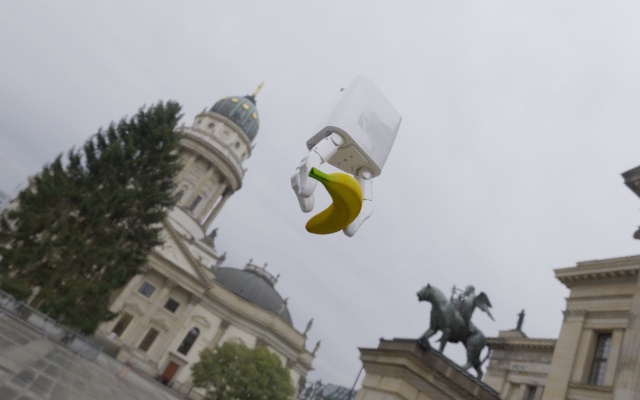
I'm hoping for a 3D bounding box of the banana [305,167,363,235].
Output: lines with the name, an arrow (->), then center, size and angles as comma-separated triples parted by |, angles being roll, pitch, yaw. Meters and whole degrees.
banana -> 0.018, 0.007, 0.619 | 0.069, 0.037, 0.198 | 21, -24, 6
